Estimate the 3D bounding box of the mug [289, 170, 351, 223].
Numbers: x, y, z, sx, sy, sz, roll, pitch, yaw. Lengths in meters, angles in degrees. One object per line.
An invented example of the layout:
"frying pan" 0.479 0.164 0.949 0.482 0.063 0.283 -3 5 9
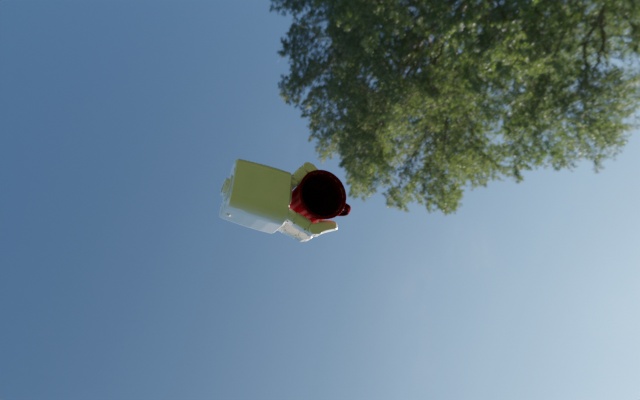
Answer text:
"mug" 0.001 0.003 0.894 0.117 0.093 0.081 19 -22 -18
